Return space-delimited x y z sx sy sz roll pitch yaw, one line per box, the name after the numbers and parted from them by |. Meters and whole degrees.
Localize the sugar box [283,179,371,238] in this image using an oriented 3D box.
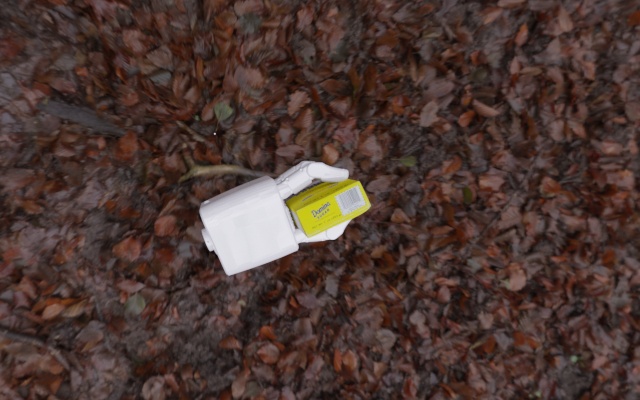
0.000 0.002 0.684 0.093 0.048 0.176 -25 12 -8 | sugar box
